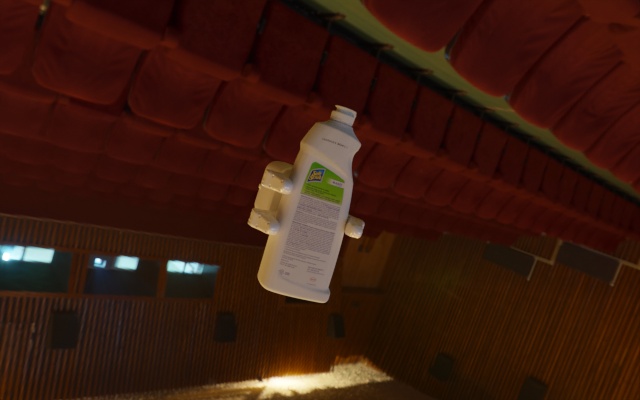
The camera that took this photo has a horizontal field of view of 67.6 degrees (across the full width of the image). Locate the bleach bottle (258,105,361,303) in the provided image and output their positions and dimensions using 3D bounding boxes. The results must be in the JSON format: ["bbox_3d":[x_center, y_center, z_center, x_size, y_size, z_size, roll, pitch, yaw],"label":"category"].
[{"bbox_3d":[0.000,0.002,0.630,0.102,0.251,0.068,17,6,-21],"label":"bleach bottle"}]
